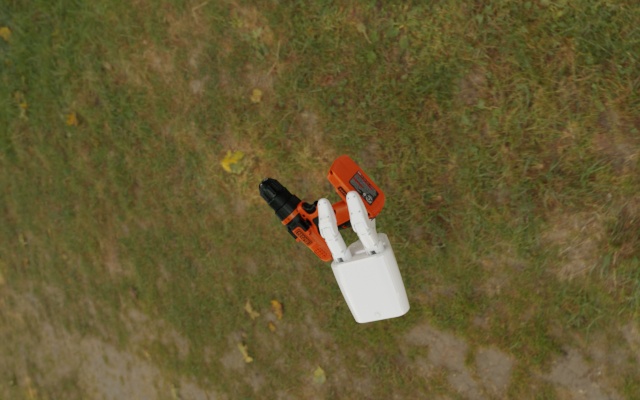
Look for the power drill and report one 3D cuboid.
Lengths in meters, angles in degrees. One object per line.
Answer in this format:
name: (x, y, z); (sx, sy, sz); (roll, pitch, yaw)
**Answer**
power drill: (0.001, 0.003, 0.787); (0.188, 0.184, 0.057); (-37, 11, 47)
